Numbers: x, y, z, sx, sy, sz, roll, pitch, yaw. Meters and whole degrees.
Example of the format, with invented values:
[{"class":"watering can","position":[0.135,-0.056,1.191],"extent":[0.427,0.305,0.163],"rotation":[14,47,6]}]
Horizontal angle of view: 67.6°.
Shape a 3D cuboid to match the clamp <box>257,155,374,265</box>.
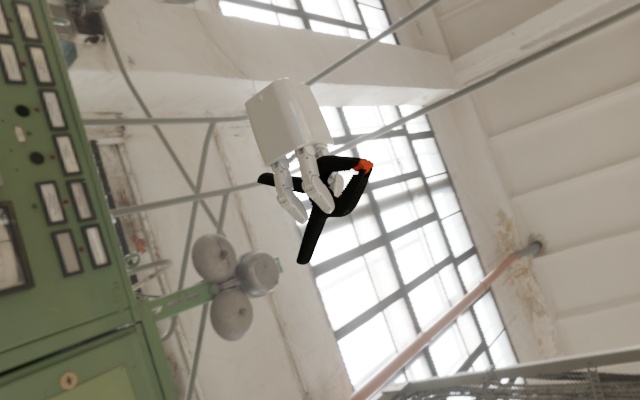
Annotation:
[{"class":"clamp","position":[0.001,0.002,0.729],"extent":[0.210,0.164,0.036],"rotation":[-24,-3,39]}]
